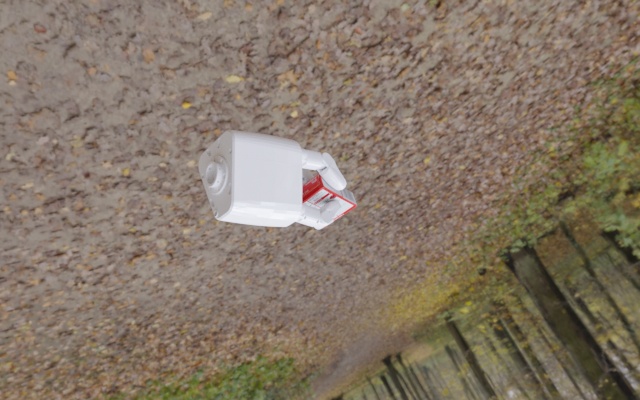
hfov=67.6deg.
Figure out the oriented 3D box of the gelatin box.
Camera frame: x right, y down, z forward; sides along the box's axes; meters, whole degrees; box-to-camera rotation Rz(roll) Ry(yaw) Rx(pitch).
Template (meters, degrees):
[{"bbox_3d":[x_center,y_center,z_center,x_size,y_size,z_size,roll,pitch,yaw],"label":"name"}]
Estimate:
[{"bbox_3d":[0.000,0.003,0.729,0.073,0.030,0.089,-35,-38,25],"label":"gelatin box"}]
